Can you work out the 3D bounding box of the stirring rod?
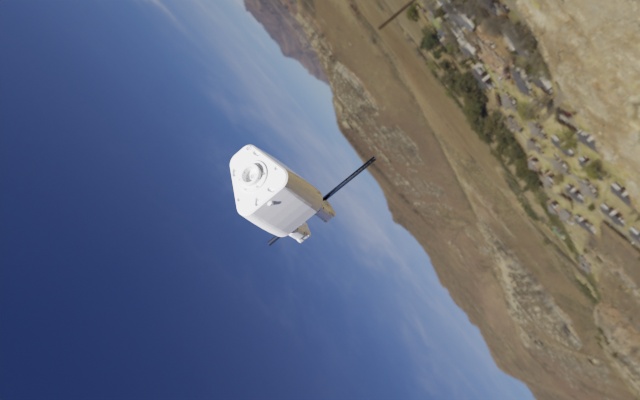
[{"bbox_3d":[0.000,0.003,0.828,0.239,0.011,0.011,-39,-8,10],"label":"stirring rod"}]
